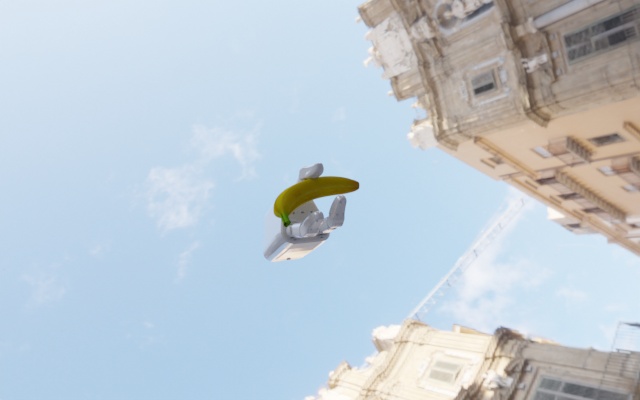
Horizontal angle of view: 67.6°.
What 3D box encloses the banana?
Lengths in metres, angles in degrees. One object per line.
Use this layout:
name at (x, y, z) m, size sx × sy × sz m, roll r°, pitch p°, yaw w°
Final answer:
banana at (-0.015, -0.008, 0.809) m, size 0.069 × 0.037 × 0.197 m, roll 41°, pitch 43°, yaw 21°
